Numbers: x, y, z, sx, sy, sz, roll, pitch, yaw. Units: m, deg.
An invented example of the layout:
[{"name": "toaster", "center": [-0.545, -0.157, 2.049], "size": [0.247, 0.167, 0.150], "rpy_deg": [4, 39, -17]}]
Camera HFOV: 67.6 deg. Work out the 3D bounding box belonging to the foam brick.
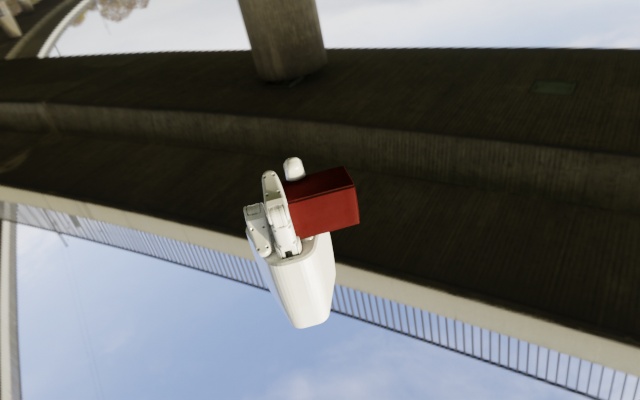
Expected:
[{"name": "foam brick", "center": [0.000, 0.002, 0.542], "size": [0.078, 0.051, 0.053], "rpy_deg": [-15, 30, -2]}]
